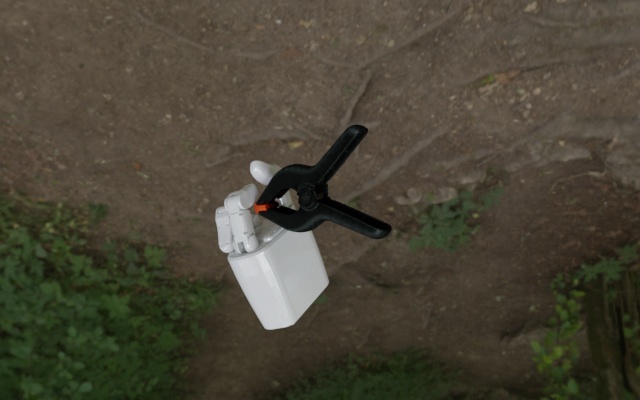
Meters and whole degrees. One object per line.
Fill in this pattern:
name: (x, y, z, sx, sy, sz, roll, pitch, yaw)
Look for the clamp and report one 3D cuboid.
clamp: (0.000, 0.002, 0.533, 0.171, 0.120, 0.039, -24, -10, 37)
